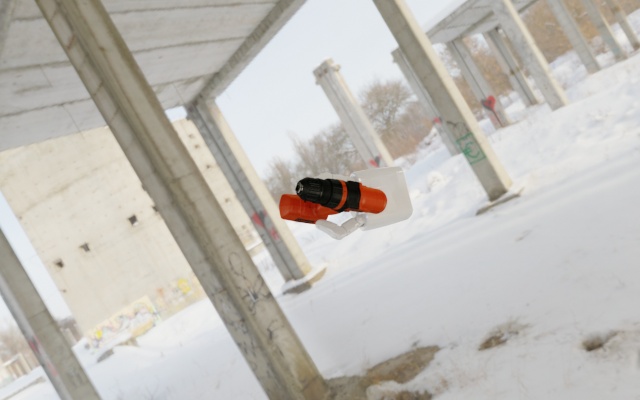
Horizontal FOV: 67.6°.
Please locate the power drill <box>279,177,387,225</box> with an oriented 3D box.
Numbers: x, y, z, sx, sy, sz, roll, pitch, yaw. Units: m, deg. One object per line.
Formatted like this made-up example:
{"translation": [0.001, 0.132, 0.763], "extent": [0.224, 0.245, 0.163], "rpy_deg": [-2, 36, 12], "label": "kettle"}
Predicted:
{"translation": [0.000, 0.003, 0.881], "extent": [0.184, 0.057, 0.187], "rpy_deg": [11, -14, -33], "label": "power drill"}
